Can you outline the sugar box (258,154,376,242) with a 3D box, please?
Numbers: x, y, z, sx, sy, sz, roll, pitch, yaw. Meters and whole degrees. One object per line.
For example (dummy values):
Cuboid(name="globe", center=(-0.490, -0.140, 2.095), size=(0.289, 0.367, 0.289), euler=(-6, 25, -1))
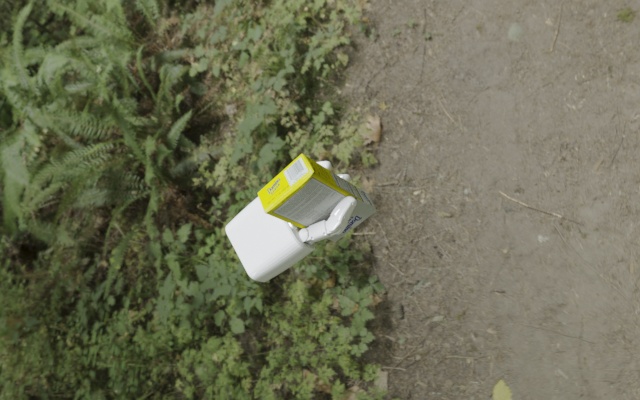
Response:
Cuboid(name="sugar box", center=(0.000, 0.002, 0.720), size=(0.093, 0.048, 0.176), euler=(-39, -34, 18))
